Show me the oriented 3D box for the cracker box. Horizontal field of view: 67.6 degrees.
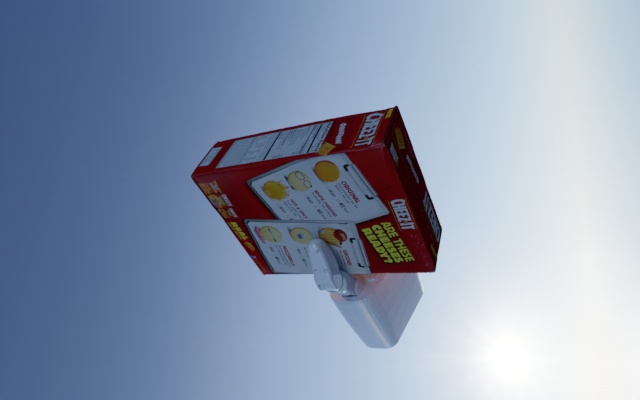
[{"bbox_3d":[0.000,0.002,0.500,0.214,0.164,0.072,-6,41,28],"label":"cracker box"}]
